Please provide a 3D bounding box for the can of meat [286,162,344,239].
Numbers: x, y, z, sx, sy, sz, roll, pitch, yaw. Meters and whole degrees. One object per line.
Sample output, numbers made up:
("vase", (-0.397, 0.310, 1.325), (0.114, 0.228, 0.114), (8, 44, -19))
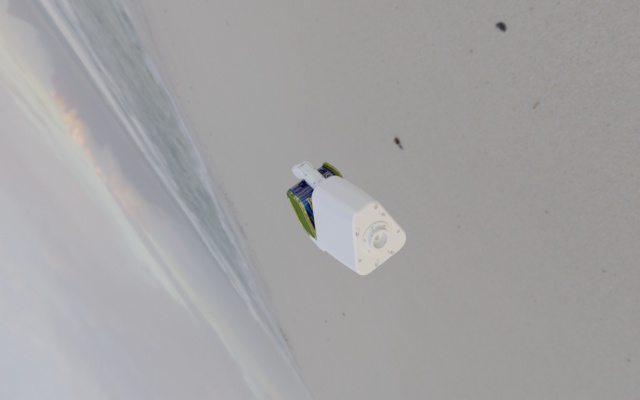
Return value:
("can of meat", (0.000, 0.003, 0.785), (0.084, 0.102, 0.057), (-36, 39, -15))
